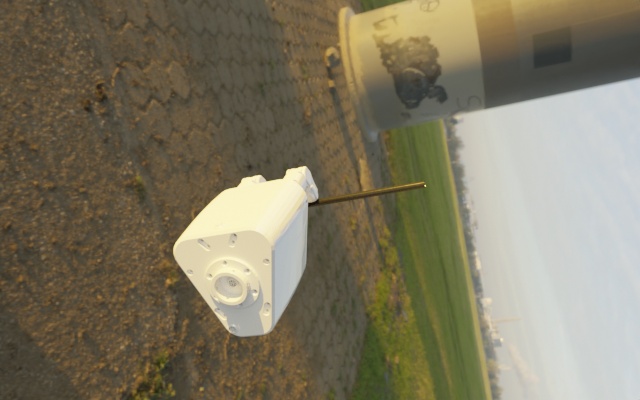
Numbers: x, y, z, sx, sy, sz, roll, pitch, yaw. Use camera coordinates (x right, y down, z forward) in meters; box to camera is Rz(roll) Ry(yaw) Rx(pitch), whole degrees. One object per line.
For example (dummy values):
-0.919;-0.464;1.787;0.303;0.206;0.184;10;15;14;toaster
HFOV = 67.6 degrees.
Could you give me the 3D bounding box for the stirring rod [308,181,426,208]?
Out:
0.000;0.002;0.555;0.239;0.011;0.011;-10;-3;16;stirring rod
